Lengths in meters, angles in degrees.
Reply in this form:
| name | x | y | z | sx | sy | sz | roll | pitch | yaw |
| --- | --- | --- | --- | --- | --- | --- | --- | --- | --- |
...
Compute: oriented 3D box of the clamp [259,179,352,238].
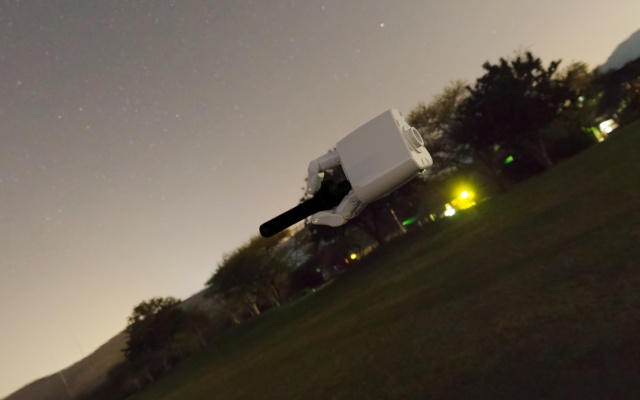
| name | x | y | z | sx | sy | sz | roll | pitch | yaw |
| --- | --- | --- | --- | --- | --- | --- | --- | --- | --- |
| clamp | 0.000 | 0.002 | 0.807 | 0.164 | 0.036 | 0.210 | -32 | -7 | 28 |
